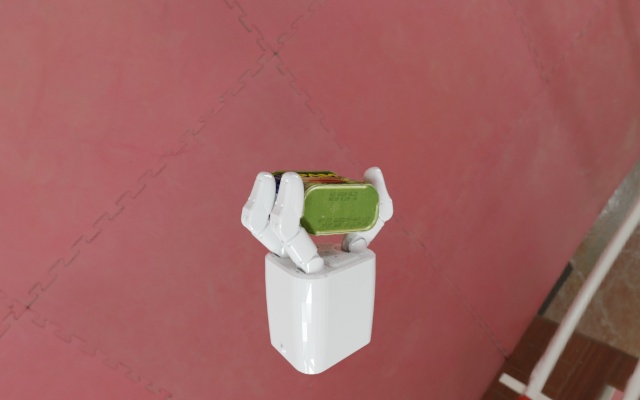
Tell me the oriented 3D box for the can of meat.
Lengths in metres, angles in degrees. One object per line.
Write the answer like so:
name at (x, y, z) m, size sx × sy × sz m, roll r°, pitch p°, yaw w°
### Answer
can of meat at (0.000, 0.002, 0.507) m, size 0.102 × 0.057 × 0.084 m, roll -2°, pitch 12°, yaw -31°
